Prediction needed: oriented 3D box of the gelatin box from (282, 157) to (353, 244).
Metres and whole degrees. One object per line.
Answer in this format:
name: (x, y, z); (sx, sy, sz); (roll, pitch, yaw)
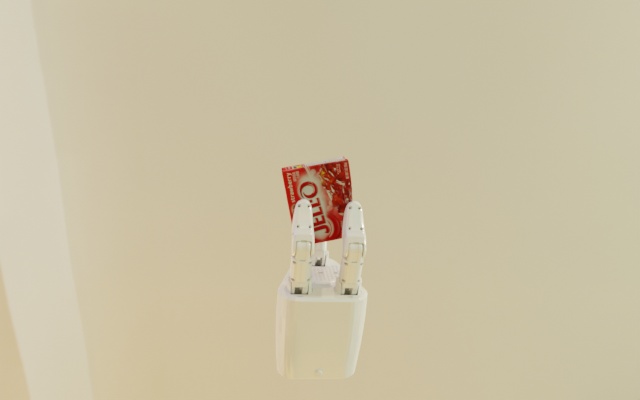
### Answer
gelatin box: (0.000, 0.001, 0.529); (0.073, 0.089, 0.030); (-10, 14, -4)
